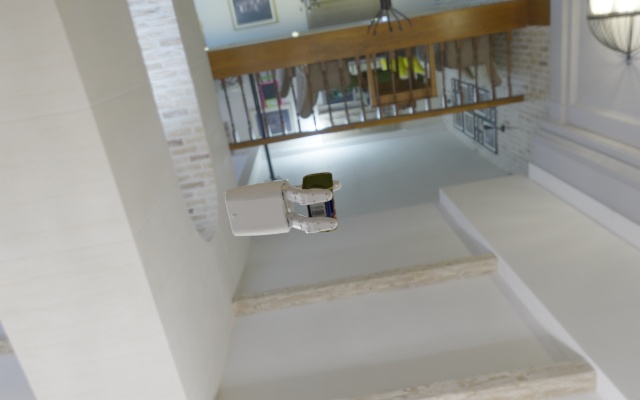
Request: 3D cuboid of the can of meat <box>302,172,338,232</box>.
[{"bbox_3d":[0.000,0.003,0.893,0.057,0.084,0.102,-8,21,2],"label":"can of meat"}]
